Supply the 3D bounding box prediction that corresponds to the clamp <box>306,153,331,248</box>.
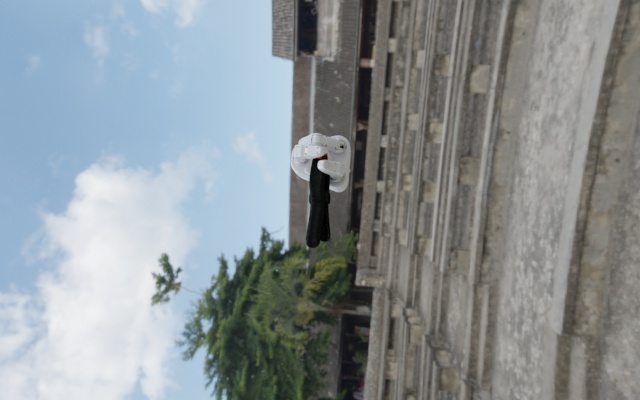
[{"bbox_3d":[0.000,0.003,0.871,0.039,0.171,0.120,5,-7,6],"label":"clamp"}]
